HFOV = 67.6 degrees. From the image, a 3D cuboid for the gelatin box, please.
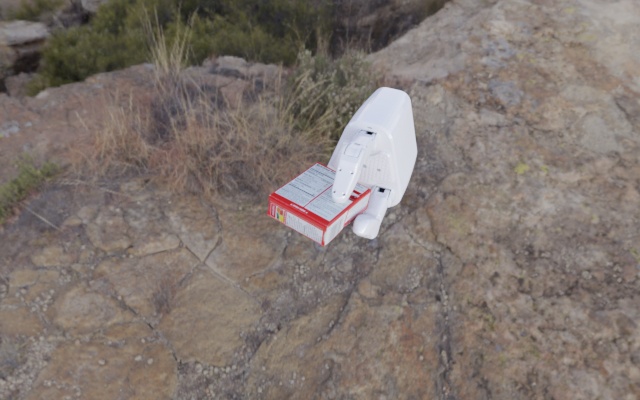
[{"bbox_3d":[0.000,0.001,0.502,0.073,0.030,0.089,28,40,23],"label":"gelatin box"}]
